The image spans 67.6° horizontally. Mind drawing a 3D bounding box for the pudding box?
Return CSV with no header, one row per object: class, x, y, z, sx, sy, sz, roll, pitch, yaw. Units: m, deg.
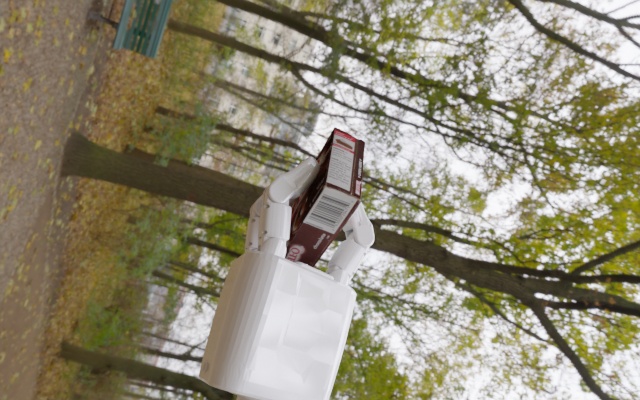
pudding box,0.000,0.002,0.454,0.039,0.090,0.113,24,-50,-14
